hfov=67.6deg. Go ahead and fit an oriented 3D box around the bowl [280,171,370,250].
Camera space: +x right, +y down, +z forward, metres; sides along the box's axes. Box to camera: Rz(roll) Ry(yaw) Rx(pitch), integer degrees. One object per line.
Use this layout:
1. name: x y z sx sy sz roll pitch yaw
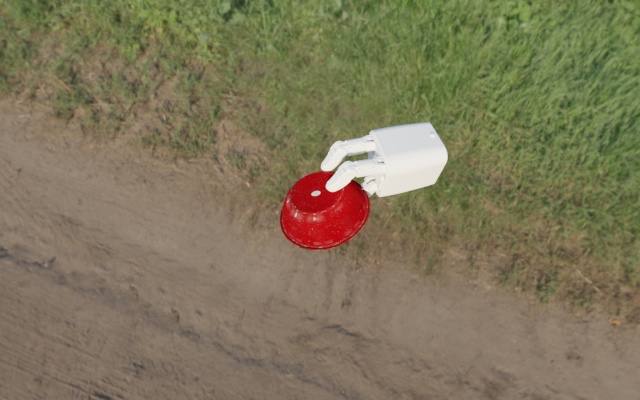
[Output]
1. bowl: -0.001 0.003 0.806 0.162 0.162 0.055 0 -38 19
